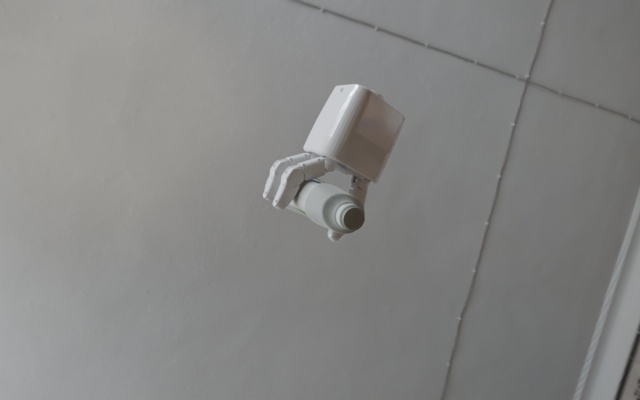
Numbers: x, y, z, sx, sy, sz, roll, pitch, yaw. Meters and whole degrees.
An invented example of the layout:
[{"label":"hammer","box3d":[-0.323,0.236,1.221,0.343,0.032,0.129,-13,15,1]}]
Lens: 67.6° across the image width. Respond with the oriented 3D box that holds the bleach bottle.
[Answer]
[{"label":"bleach bottle","box3d":[0.000,0.002,0.678,0.102,0.068,0.250,26,0,-24]}]
